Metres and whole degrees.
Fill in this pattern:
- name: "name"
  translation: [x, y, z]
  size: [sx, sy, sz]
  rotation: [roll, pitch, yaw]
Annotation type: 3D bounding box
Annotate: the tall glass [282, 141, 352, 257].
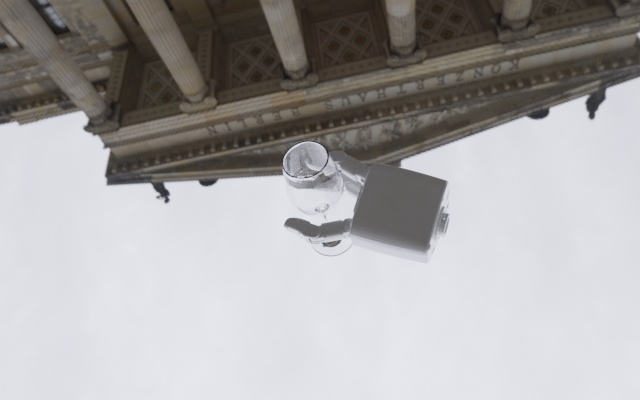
- name: "tall glass"
  translation: [0.000, 0.003, 0.686]
  size: [0.079, 0.079, 0.201]
  rotation: [0, -33, 14]
